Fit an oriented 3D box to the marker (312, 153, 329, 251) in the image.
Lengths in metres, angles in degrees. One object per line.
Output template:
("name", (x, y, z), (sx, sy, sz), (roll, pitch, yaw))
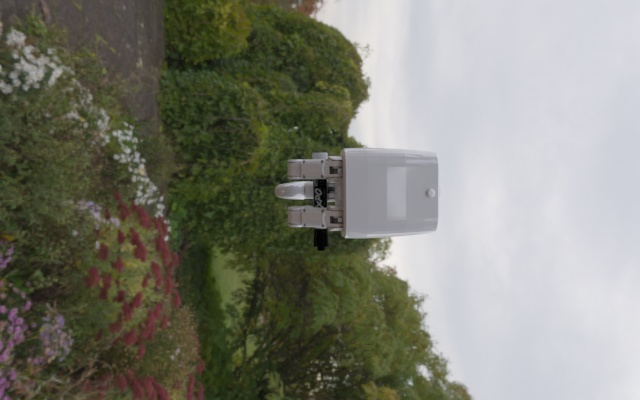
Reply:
("marker", (0.000, 0.002, 0.588), (0.020, 0.121, 0.020), (-1, 5, 0))
